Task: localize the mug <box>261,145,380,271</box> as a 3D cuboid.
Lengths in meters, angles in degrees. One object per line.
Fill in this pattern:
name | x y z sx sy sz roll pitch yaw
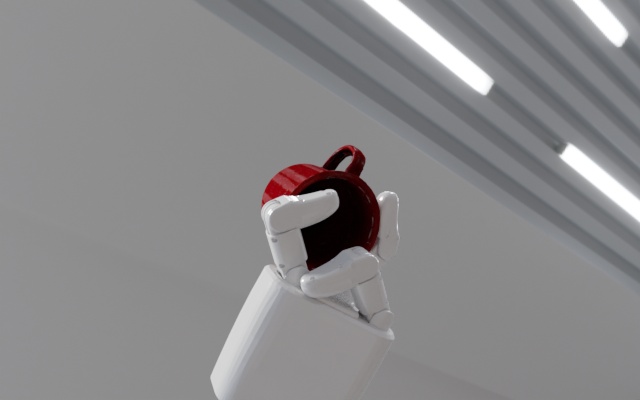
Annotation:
mug | 0.001 0.000 0.433 0.093 0.117 0.081 28 2 -25
